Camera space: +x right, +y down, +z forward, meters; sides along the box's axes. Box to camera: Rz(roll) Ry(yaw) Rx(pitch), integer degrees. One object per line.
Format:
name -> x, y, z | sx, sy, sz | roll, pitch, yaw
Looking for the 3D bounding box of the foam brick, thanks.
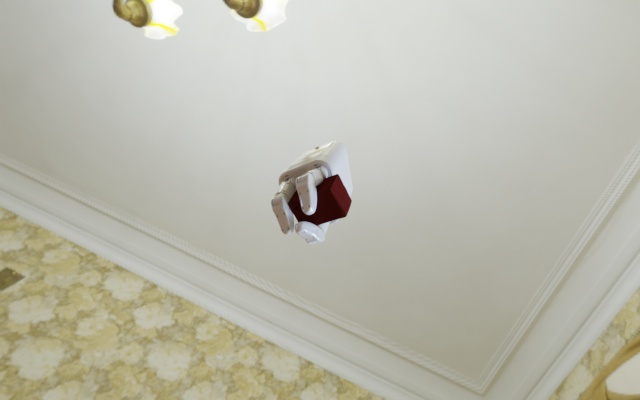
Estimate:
foam brick -> 0.000, 0.002, 0.725 | 0.078, 0.053, 0.051 | -18, 21, 26
